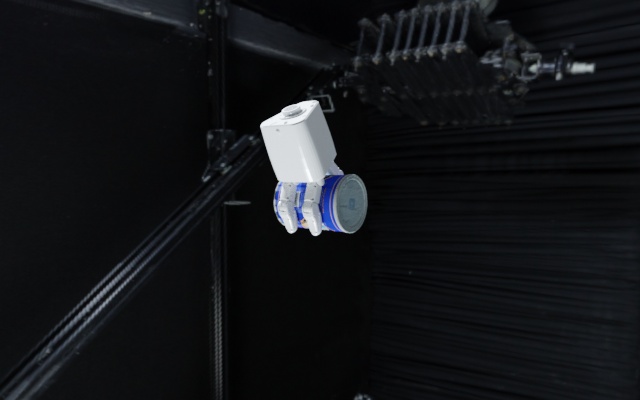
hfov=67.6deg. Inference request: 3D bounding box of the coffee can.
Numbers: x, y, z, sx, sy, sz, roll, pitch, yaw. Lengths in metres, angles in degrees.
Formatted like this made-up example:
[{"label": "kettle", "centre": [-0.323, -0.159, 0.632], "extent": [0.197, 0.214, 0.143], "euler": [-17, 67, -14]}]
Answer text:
[{"label": "coffee can", "centre": [0.000, 0.003, 0.874], "extent": [0.140, 0.103, 0.103], "euler": [3, 2, 36]}]
